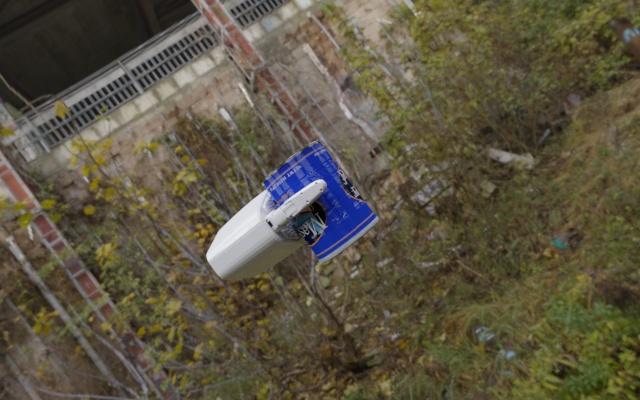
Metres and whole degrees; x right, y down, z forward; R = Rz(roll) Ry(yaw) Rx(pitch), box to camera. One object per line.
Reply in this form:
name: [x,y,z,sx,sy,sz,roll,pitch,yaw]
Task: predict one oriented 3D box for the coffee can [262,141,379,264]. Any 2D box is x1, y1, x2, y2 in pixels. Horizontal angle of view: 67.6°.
coffee can: [0.000,0.002,0.671,0.103,0.140,0.103,-37,-1,-1]
